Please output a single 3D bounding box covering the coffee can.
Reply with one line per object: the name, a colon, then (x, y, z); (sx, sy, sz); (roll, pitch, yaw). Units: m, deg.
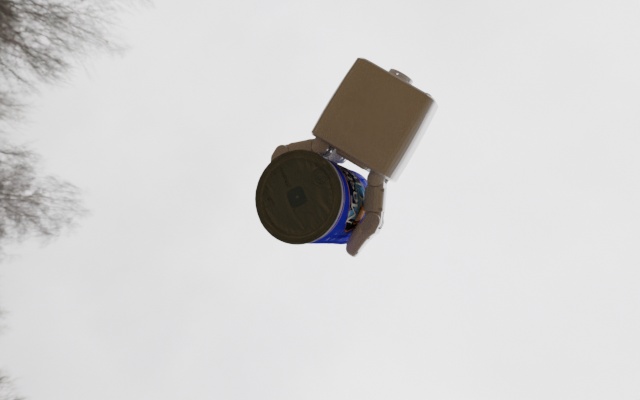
coffee can: (0.000, 0.002, 0.575); (0.103, 0.103, 0.140); (0, -5, 22)
